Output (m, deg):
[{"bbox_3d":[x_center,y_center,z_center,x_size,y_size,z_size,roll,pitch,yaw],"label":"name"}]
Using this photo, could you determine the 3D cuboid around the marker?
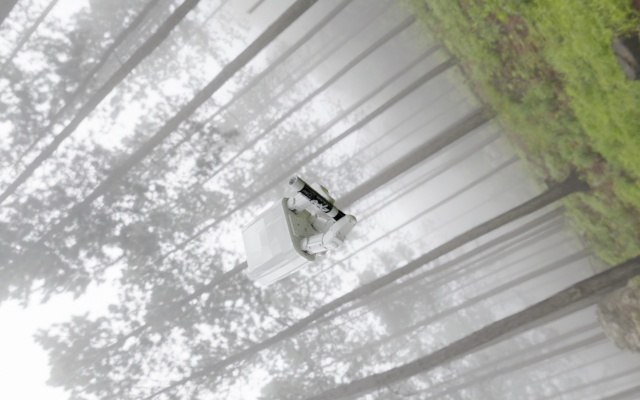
[{"bbox_3d":[0.000,0.002,0.706,0.020,0.020,0.121,0,-30,49],"label":"marker"}]
